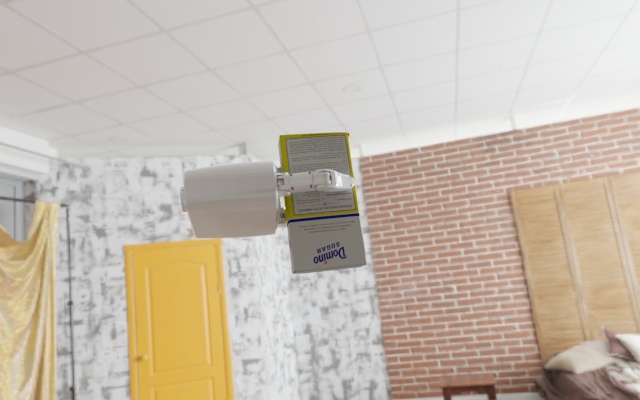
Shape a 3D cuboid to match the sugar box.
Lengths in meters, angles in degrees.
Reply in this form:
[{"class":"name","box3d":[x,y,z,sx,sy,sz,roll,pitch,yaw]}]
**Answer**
[{"class":"sugar box","box3d":[0.000,0.002,0.613,0.093,0.176,0.048,-4,-10,-9]}]
